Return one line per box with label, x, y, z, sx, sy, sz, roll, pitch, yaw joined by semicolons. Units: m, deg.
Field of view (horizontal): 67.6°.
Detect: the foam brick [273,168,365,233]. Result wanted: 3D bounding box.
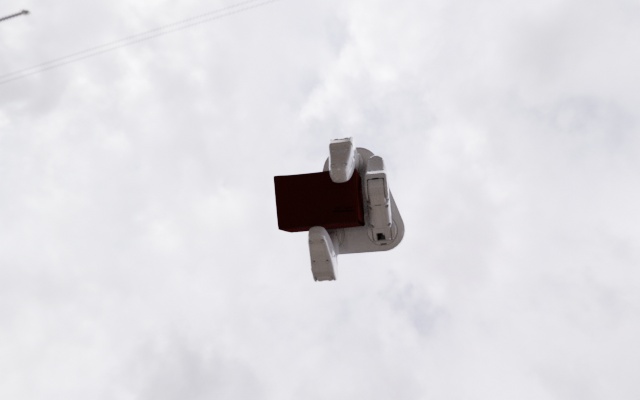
foam brick;0.000;0.001;0.459;0.078;0.053;0.051;-5;-7;10
